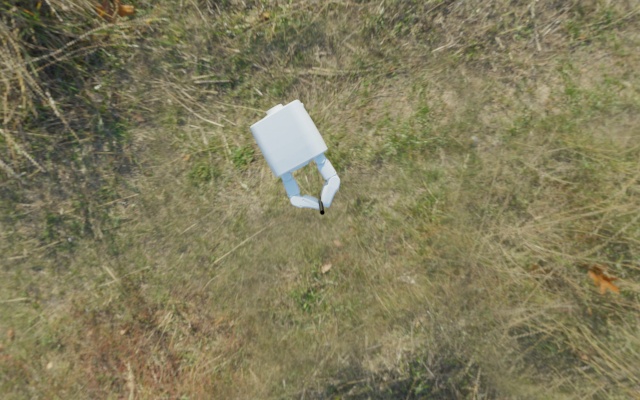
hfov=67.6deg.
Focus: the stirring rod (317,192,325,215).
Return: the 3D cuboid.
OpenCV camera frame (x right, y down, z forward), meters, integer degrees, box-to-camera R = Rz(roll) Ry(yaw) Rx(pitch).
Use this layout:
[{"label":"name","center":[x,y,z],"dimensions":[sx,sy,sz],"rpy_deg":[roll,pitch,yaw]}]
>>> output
[{"label":"stirring rod","center":[0.000,0.003,0.882],"dimensions":[0.011,0.011,0.239],"rpy_deg":[0,8,-1]}]
